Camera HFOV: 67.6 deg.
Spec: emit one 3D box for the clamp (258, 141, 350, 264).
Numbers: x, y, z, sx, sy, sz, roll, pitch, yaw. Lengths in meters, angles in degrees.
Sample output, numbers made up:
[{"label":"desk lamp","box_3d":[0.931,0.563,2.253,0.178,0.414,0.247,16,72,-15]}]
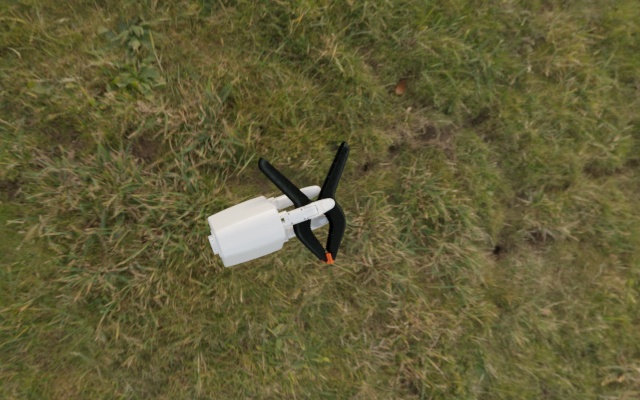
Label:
[{"label":"clamp","box_3d":[0.000,0.003,0.826,0.164,0.210,0.036,-20,4,-16]}]
